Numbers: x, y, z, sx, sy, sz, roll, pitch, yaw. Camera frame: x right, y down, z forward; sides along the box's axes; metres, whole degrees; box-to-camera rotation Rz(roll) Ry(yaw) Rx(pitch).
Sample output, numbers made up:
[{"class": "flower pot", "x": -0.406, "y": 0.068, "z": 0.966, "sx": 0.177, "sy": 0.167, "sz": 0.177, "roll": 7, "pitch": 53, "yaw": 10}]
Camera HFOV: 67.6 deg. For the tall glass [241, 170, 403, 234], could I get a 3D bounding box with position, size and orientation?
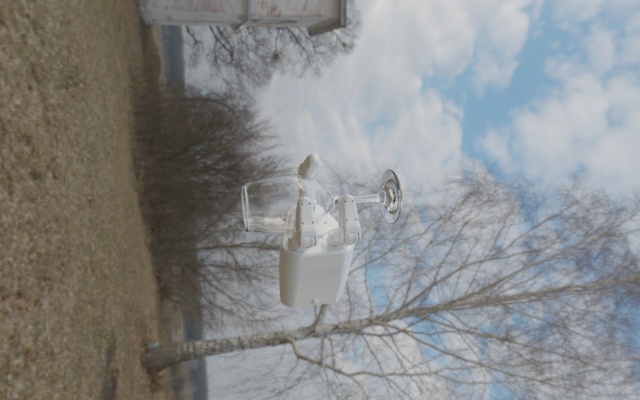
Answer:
[{"class": "tall glass", "x": 0.001, "y": 0.002, "z": 0.626, "sx": 0.201, "sy": 0.079, "sz": 0.079, "roll": -4, "pitch": 1, "yaw": -15}]
